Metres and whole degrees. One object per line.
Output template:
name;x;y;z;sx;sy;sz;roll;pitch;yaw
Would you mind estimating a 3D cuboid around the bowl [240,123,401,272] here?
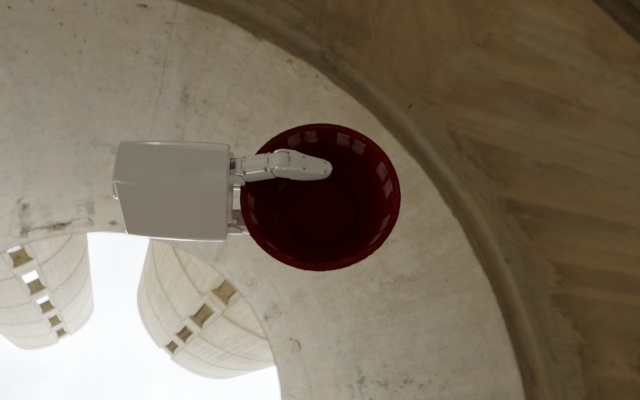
bowl;0.001;0.002;0.500;0.162;0.162;0.055;0;-23;2
